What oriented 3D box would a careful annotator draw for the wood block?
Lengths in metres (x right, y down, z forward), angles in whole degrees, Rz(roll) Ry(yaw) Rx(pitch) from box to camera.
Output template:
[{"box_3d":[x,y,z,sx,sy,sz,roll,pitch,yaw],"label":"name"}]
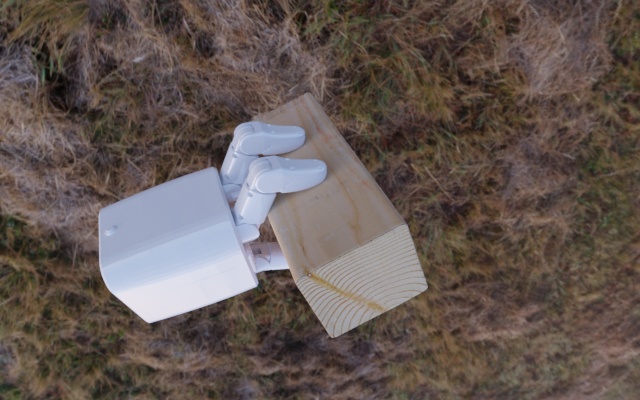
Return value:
[{"box_3d":[0.000,0.002,0.429,0.090,0.091,0.206,-27,44,-2],"label":"wood block"}]
